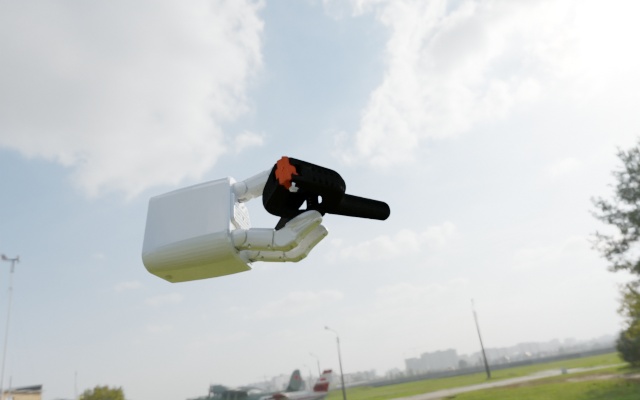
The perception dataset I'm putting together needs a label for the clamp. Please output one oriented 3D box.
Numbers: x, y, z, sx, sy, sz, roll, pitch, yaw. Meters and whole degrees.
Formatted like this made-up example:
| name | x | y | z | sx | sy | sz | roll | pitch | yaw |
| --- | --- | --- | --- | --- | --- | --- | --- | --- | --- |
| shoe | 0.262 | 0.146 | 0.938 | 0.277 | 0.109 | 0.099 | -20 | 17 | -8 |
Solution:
| name | x | y | z | sx | sy | sz | roll | pitch | yaw |
| --- | --- | --- | --- | --- | --- | --- | --- | --- | --- |
| clamp | 0.000 | 0.001 | 0.560 | 0.164 | 0.036 | 0.210 | -13 | -23 | 4 |
